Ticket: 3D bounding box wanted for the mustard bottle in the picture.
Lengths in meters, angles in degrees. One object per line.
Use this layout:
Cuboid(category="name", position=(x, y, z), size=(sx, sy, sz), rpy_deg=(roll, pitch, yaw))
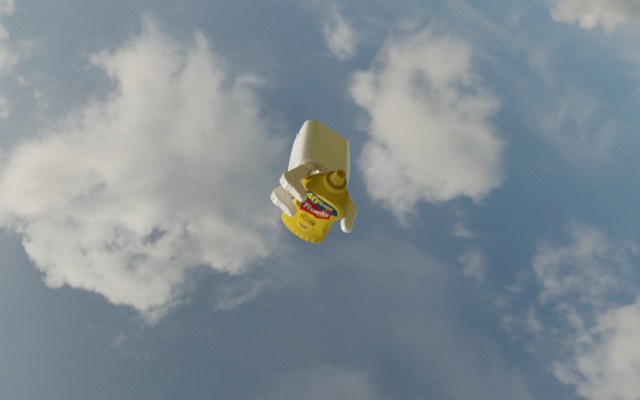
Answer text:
Cuboid(category="mustard bottle", position=(0.000, 0.003, 0.880), size=(0.096, 0.058, 0.192), rpy_deg=(36, -39, 0))
